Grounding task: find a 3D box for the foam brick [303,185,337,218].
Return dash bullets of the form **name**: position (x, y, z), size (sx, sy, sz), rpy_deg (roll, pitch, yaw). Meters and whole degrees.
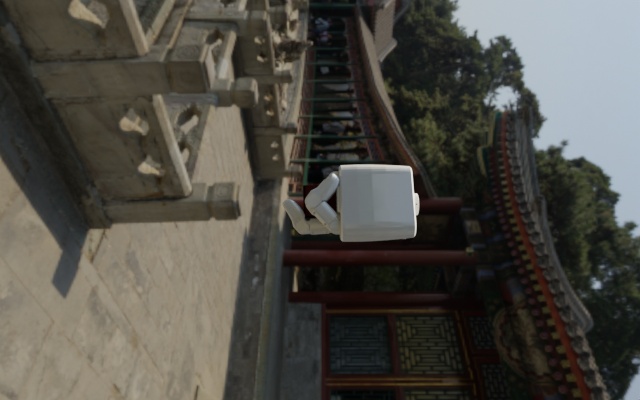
- **foam brick**: position (0.000, 0.002, 0.764), size (0.051, 0.053, 0.078), rpy_deg (-2, -1, 1)
